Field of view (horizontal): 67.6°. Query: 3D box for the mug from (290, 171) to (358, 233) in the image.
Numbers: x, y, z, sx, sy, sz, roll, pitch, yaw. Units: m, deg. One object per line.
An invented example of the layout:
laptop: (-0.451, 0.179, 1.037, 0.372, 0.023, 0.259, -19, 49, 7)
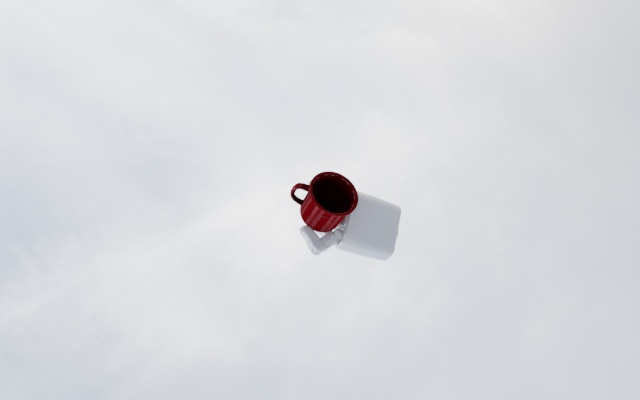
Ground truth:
mug: (-0.001, 0.003, 0.874, 0.117, 0.093, 0.081, 19, -36, -11)
